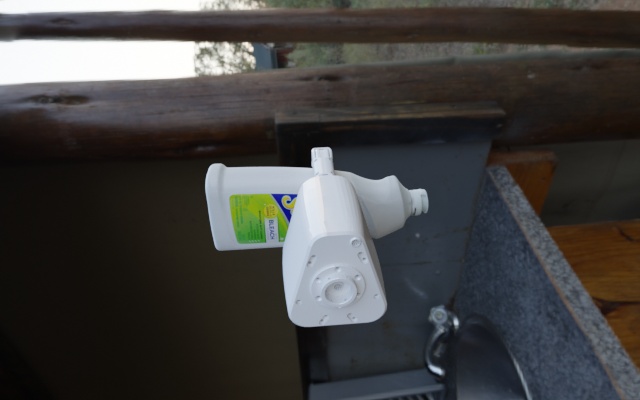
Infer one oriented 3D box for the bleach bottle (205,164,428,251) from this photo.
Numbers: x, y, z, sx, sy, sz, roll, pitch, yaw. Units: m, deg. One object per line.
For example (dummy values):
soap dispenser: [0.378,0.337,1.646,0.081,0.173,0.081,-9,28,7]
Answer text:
bleach bottle: [0.000,0.002,0.562,0.251,0.103,0.068,-4,28,-3]
